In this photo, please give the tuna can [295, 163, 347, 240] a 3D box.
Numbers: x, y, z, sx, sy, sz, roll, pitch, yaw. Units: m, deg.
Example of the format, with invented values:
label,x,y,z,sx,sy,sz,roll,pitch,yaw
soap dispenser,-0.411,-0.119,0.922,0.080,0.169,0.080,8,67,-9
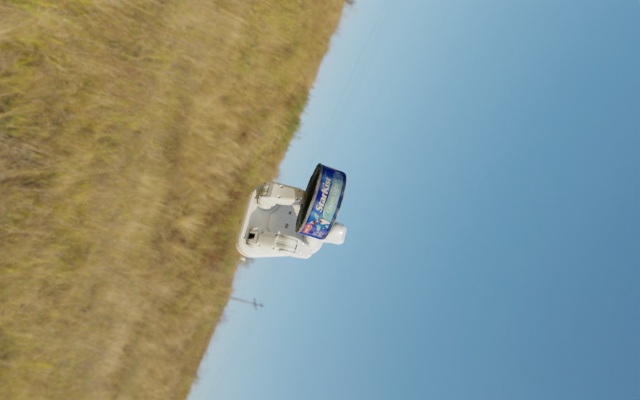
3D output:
label,x,y,z,sx,sy,sz,roll,pitch,yaw
tuna can,0.001,0.002,0.557,0.034,0.086,0.086,19,-3,-9
